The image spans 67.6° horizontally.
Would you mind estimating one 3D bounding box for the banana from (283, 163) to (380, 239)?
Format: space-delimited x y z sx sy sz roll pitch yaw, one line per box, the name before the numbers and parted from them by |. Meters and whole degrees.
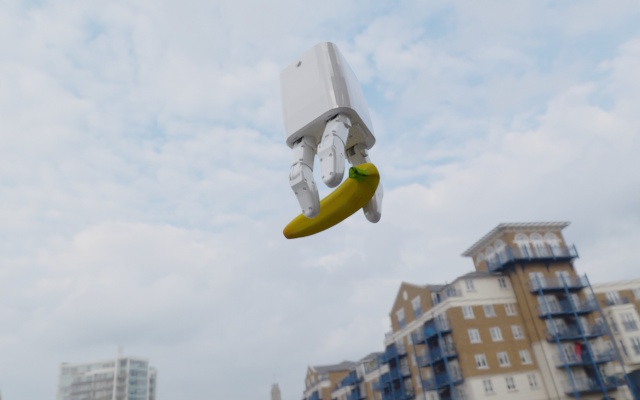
banana | 0.018 0.001 0.575 0.069 0.037 0.198 0 -25 -27
